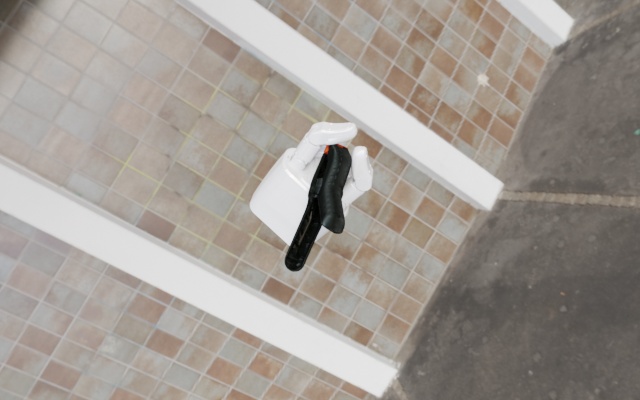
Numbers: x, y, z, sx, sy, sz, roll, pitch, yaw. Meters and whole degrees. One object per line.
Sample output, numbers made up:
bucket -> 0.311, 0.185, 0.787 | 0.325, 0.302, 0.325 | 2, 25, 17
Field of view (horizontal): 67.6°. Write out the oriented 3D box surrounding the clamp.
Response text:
clamp -> 0.000, 0.001, 0.571 | 0.039, 0.171, 0.120 | 32, -48, -16
